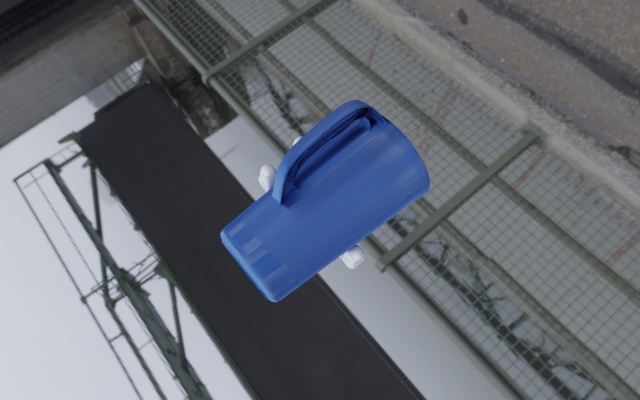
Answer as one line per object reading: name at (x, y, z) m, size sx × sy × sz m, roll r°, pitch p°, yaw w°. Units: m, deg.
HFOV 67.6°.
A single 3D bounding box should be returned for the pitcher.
pitcher at (0.000, 0.002, 0.579) m, size 0.243 × 0.149 × 0.145 m, roll -38°, pitch 3°, yaw -12°
